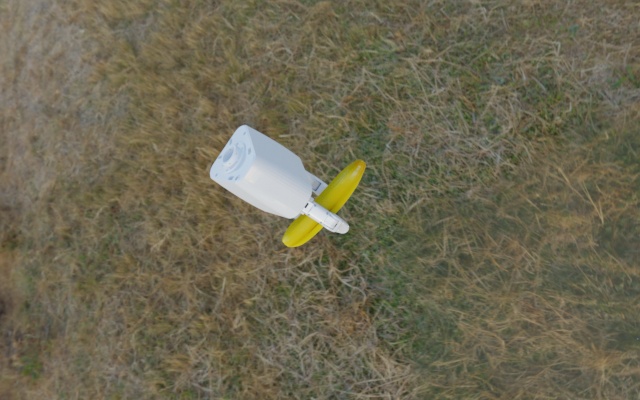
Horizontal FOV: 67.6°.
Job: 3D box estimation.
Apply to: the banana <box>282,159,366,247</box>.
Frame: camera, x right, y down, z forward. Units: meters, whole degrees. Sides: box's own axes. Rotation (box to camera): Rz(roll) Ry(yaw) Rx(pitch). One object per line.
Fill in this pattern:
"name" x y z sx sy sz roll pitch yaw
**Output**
"banana" -0.003 0.014 0.739 0.037 0.198 0.069 37 26 -17
